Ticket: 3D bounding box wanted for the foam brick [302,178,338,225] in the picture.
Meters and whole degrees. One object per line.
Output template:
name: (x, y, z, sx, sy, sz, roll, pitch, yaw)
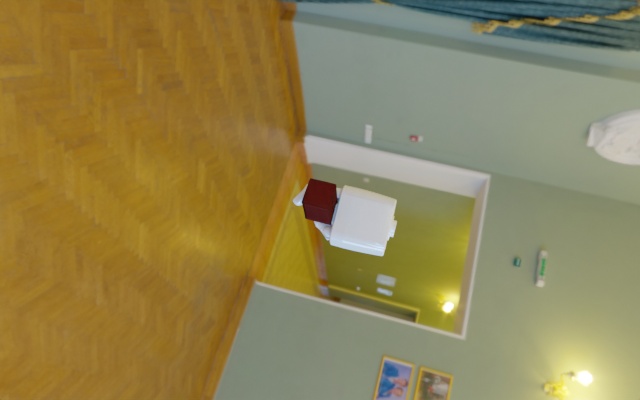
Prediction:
foam brick: (0.000, 0.003, 0.880, 0.051, 0.053, 0.078, 14, -22, 10)
